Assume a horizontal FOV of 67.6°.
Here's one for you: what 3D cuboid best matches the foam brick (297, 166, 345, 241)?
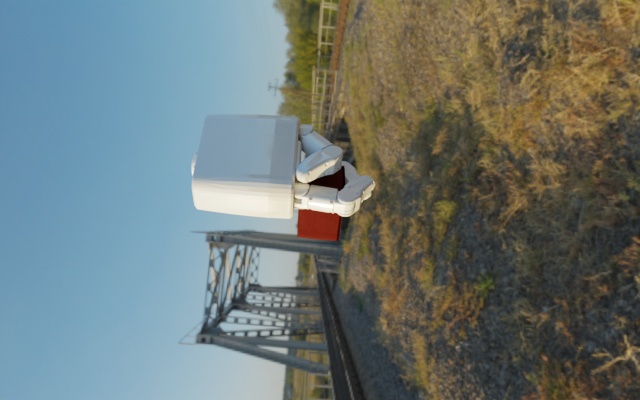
[{"bbox_3d":[0.000,0.002,0.563,0.051,0.078,0.053,3,42,-2],"label":"foam brick"}]
